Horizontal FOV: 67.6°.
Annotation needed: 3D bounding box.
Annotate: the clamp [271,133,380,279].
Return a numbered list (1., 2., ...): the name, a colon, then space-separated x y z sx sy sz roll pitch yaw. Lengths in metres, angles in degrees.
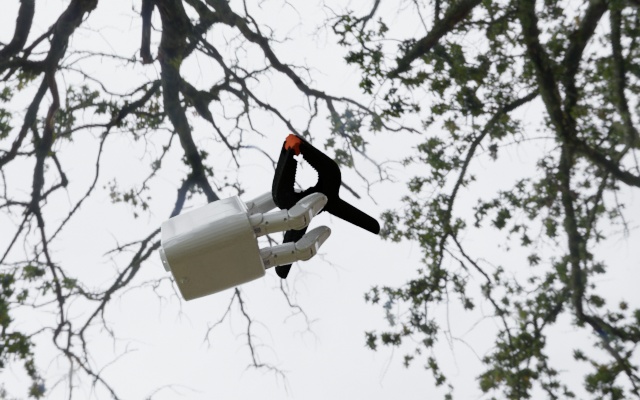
1. clamp: -0.001 0.001 0.635 0.164 0.210 0.036 -20 38 -13
